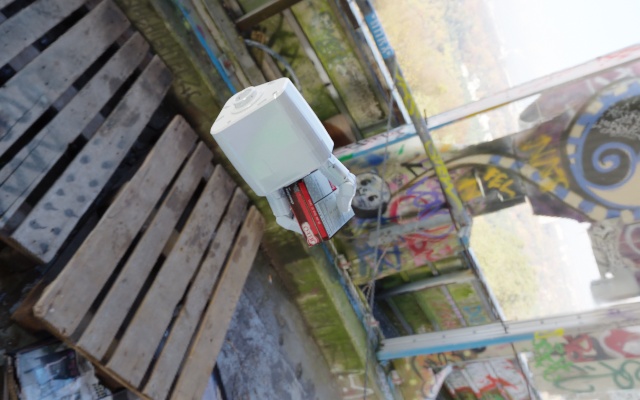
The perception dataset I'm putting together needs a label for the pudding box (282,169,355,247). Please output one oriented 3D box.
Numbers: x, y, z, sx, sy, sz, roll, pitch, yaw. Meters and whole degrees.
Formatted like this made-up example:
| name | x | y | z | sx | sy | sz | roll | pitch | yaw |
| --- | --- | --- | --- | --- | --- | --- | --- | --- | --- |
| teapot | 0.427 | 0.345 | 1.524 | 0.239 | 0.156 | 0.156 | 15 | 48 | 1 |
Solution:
| name | x | y | z | sx | sy | sz | roll | pitch | yaw |
| --- | --- | --- | --- | --- | --- | --- | --- | --- | --- |
| pudding box | 0.000 | 0.002 | 0.656 | 0.039 | 0.090 | 0.113 | -19 | 7 | 28 |
